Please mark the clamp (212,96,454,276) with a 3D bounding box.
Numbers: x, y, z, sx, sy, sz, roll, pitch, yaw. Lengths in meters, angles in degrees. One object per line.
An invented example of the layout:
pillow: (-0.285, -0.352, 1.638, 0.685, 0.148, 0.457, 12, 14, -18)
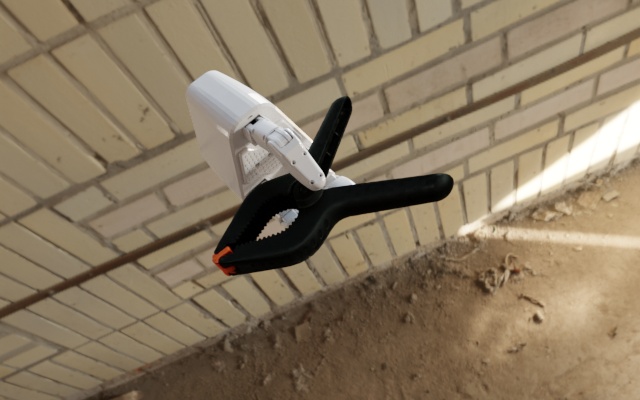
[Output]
clamp: (-0.001, 0.001, 0.427, 0.164, 0.210, 0.036, 39, -15, 39)
